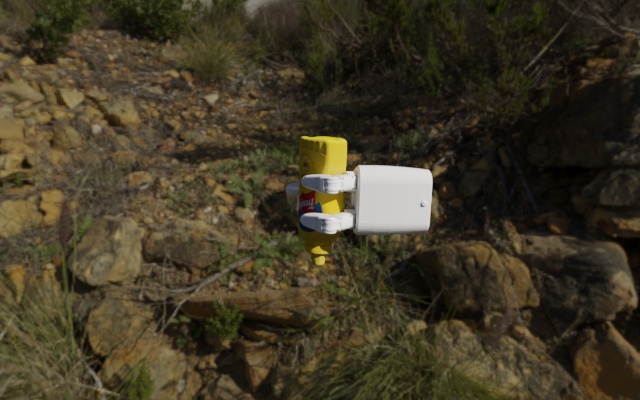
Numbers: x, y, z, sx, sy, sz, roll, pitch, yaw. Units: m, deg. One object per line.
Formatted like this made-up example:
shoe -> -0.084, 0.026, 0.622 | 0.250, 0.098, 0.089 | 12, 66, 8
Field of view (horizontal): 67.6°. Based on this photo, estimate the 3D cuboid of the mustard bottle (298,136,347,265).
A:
mustard bottle -> 0.000, 0.002, 0.712 | 0.058, 0.192, 0.096 | -4, 12, -29
